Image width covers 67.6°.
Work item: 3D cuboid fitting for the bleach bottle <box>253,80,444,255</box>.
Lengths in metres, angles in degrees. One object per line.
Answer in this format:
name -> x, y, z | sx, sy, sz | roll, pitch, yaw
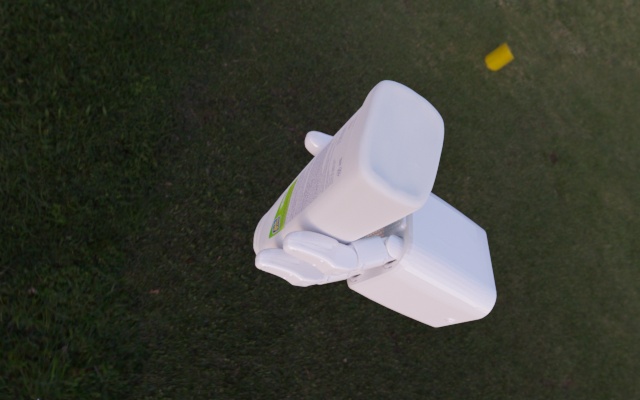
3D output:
bleach bottle -> 0.000, 0.001, 0.436 | 0.068, 0.102, 0.251 | 29, -32, -17
